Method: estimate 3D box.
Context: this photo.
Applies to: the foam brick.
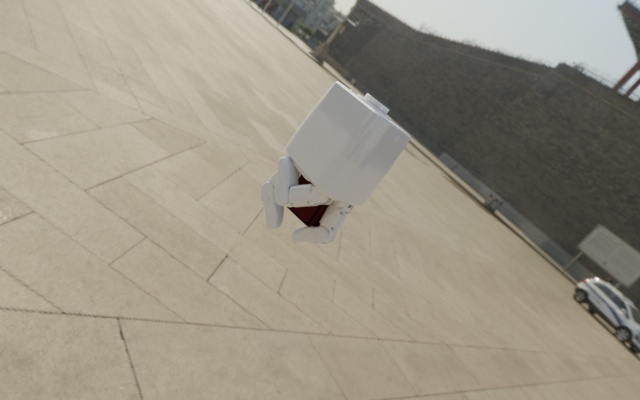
[{"bbox_3d":[0.000,0.002,0.628,0.053,0.051,0.078,42,14,27],"label":"foam brick"}]
